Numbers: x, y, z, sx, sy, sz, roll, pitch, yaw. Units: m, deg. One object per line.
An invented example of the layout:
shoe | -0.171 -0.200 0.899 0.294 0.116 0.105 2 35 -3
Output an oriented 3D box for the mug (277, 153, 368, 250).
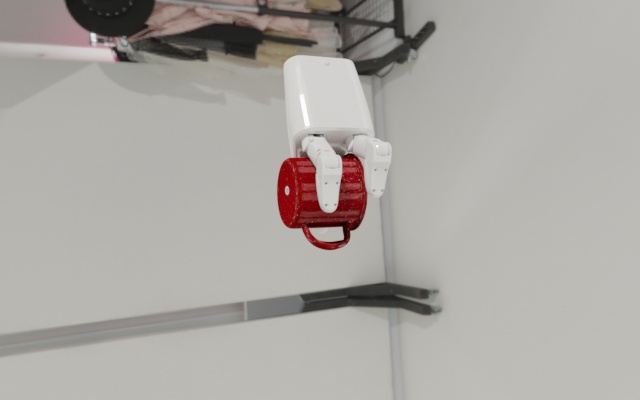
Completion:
mug | 0.000 0.003 0.550 0.081 0.117 0.093 -1 -23 -21
